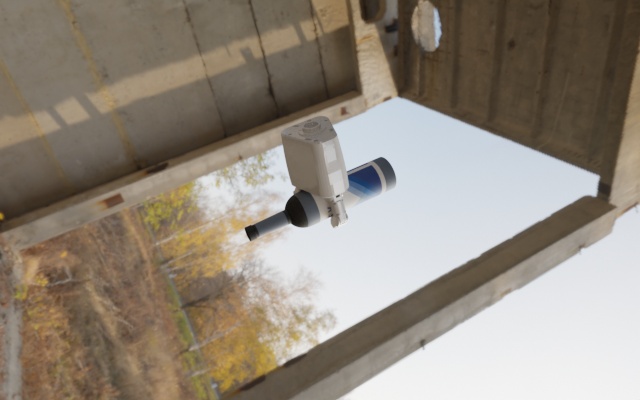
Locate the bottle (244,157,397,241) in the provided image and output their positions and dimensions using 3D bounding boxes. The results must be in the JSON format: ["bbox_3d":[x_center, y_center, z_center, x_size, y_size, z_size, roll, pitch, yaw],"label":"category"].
[{"bbox_3d":[0.000,0.003,0.881,0.295,0.069,0.069,-24,8,-18],"label":"bottle"}]
